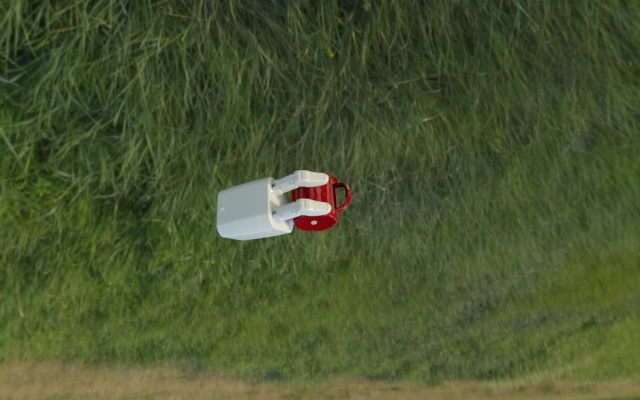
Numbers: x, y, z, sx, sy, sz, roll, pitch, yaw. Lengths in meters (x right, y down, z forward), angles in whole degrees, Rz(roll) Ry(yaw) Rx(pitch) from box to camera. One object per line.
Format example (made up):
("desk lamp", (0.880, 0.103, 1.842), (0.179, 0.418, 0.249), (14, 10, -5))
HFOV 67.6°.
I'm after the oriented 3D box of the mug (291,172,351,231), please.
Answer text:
("mug", (0.002, 0.003, 0.869), (0.117, 0.081, 0.093), (-13, -27, 17))
